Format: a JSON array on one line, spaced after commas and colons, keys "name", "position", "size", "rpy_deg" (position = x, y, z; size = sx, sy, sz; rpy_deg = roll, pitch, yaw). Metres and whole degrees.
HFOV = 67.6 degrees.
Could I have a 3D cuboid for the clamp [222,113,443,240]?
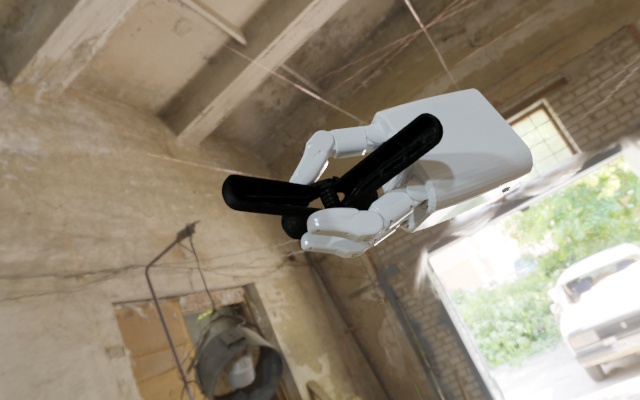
[{"name": "clamp", "position": [0.000, 0.001, 0.418], "size": [0.164, 0.036, 0.210], "rpy_deg": [-15, -18, -13]}]
